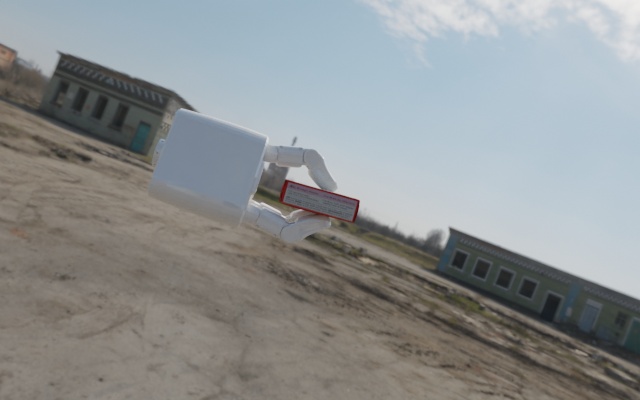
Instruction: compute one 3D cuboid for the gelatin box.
[{"bbox_3d":[0.001,0.001,0.561,0.089,0.030,0.073,15,0,3],"label":"gelatin box"}]
